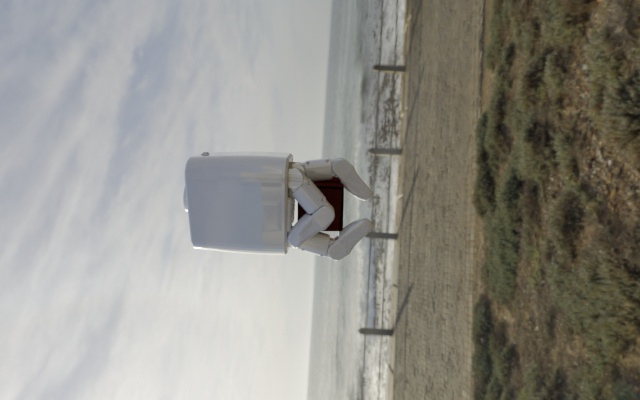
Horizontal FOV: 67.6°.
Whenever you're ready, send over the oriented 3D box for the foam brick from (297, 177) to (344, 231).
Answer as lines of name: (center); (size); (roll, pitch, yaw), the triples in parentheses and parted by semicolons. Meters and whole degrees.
foam brick: (0.000, 0.002, 0.562); (0.051, 0.053, 0.078); (1, 10, 0)
